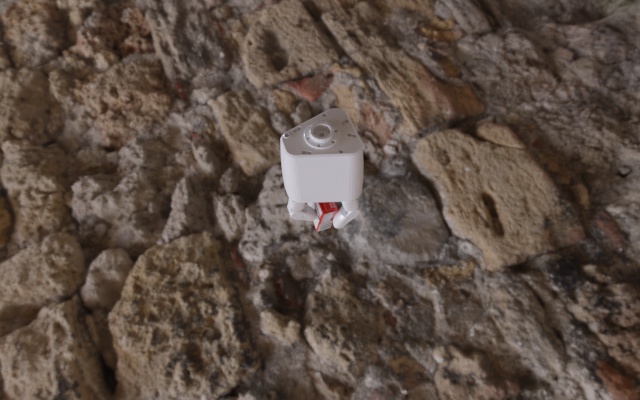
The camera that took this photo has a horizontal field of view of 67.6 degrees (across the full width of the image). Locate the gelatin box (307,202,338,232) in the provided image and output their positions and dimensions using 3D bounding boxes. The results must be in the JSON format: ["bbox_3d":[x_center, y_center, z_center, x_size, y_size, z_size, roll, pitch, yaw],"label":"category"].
[{"bbox_3d":[0.000,0.003,0.809,0.030,0.073,0.089,-15,-20,-14],"label":"gelatin box"}]
